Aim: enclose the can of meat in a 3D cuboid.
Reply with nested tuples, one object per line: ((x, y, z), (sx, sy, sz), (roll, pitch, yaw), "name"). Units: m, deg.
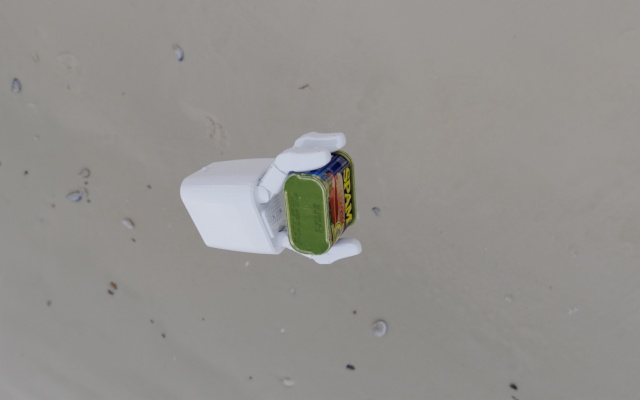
((0.000, 0.002, 0.551), (0.057, 0.102, 0.084), (5, 25, 23), "can of meat")
